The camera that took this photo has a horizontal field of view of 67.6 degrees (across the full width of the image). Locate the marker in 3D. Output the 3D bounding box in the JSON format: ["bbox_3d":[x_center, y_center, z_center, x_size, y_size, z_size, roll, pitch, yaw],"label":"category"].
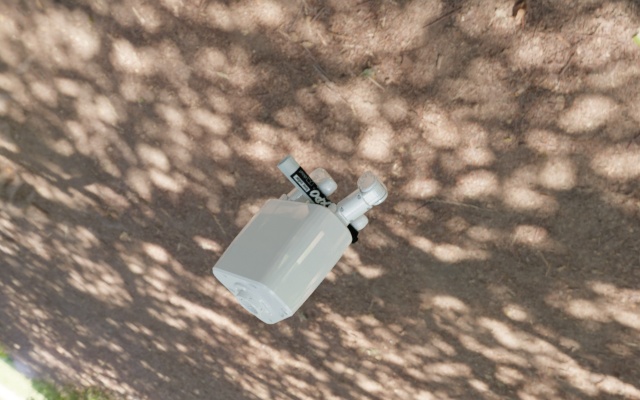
[{"bbox_3d":[0.000,0.002,0.512,0.020,0.121,0.020,-37,17,14],"label":"marker"}]
